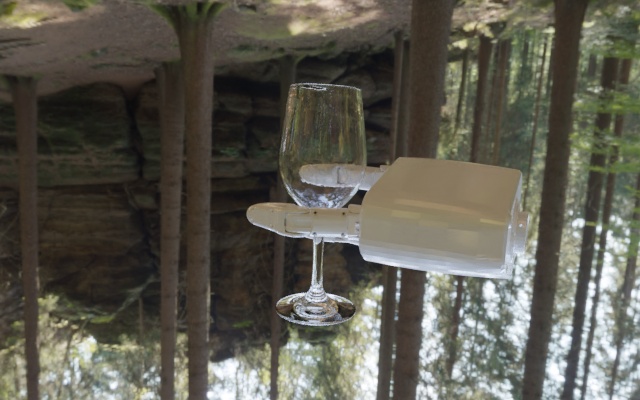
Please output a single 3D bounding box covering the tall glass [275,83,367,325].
[{"bbox_3d":[0.000,0.002,0.424,0.079,0.201,0.079,2,9,0],"label":"tall glass"}]
